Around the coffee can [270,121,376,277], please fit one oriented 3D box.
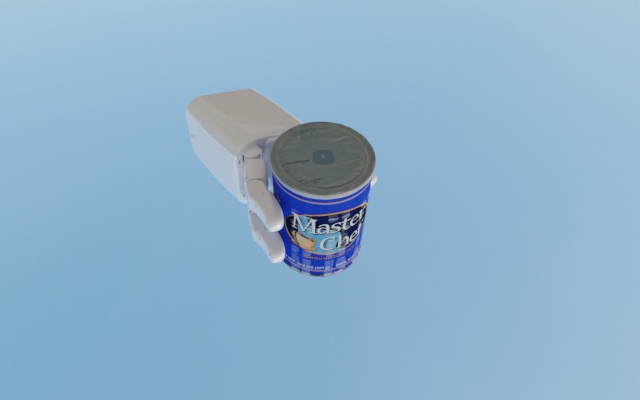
[{"bbox_3d":[0.000,0.002,0.514,0.103,0.102,0.140,0,-41,-3],"label":"coffee can"}]
